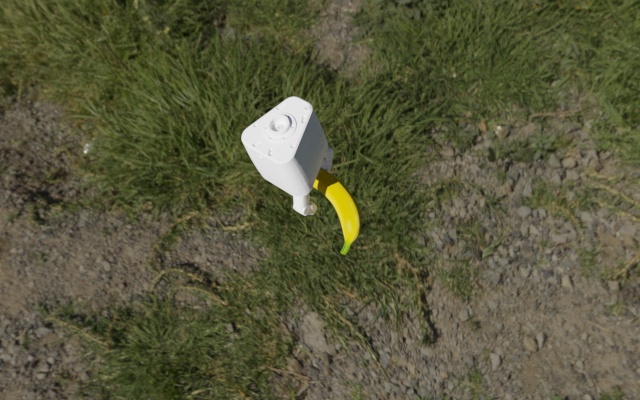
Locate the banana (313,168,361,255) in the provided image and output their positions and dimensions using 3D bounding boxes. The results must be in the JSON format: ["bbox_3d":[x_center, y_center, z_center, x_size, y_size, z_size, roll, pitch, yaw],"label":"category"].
[{"bbox_3d":[0.018,-0.004,0.836,0.069,0.197,0.037,-31,-27,-2],"label":"banana"}]
